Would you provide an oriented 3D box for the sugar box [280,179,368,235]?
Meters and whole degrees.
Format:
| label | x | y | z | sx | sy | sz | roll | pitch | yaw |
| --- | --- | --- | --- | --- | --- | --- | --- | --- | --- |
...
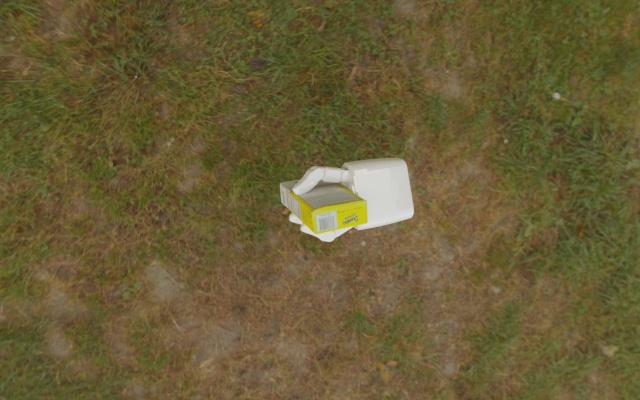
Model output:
| label | x | y | z | sx | sy | sz | roll | pitch | yaw |
| --- | --- | --- | --- | --- | --- | --- | --- | --- | --- |
| sugar box | 0.000 | 0.003 | 0.810 | 0.093 | 0.048 | 0.176 | -10 | 17 | -18 |
